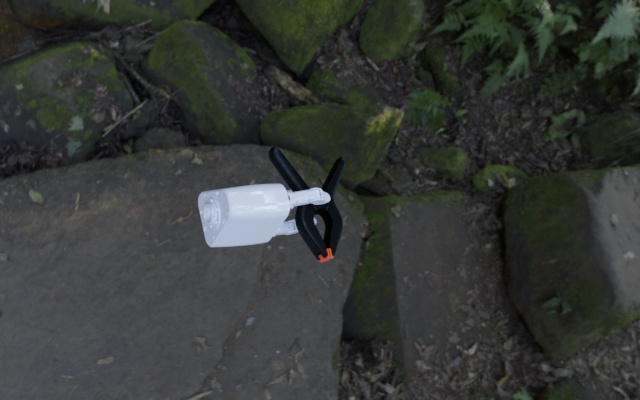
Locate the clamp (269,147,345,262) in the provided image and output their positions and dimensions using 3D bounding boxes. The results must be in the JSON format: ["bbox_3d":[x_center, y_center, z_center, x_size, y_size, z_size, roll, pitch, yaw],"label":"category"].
[{"bbox_3d":[0.001,0.003,0.850,0.164,0.210,0.036,-5,-17,-39],"label":"clamp"}]
